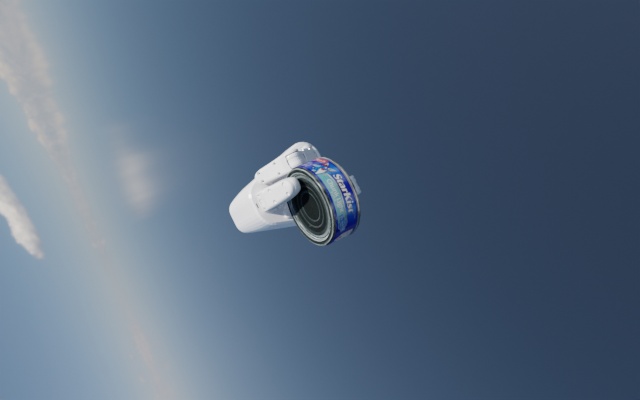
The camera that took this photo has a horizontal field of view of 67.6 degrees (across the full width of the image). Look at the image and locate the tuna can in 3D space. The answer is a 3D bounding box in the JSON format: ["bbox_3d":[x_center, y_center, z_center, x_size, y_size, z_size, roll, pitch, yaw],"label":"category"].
[{"bbox_3d":[0.000,0.002,0.484,0.033,0.086,0.086,-23,12,-30],"label":"tuna can"}]
